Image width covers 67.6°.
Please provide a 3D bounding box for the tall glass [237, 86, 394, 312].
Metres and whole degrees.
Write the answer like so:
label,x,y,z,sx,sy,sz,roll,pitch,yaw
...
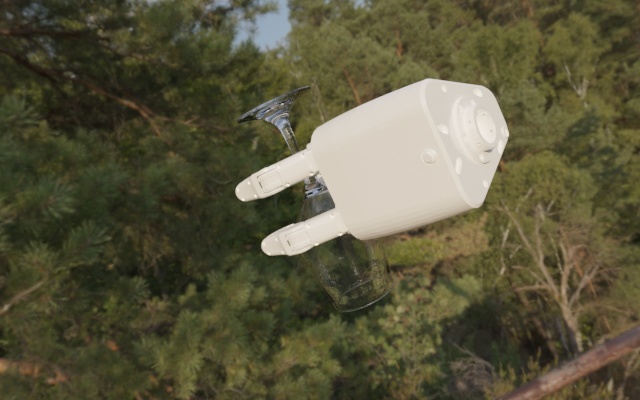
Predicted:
label,x,y,z,sx,sy,sz,roll,pitch,yaw
tall glass,0.000,0.001,0.447,0.079,0.201,0.079,-25,7,3
